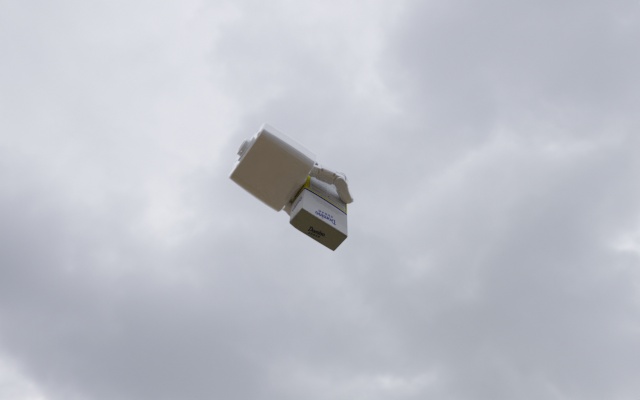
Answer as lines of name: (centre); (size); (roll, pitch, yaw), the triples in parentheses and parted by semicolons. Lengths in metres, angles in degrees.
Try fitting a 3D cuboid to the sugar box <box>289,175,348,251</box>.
sugar box: (0.000, 0.003, 0.829); (0.093, 0.048, 0.176); (33, 30, -15)
